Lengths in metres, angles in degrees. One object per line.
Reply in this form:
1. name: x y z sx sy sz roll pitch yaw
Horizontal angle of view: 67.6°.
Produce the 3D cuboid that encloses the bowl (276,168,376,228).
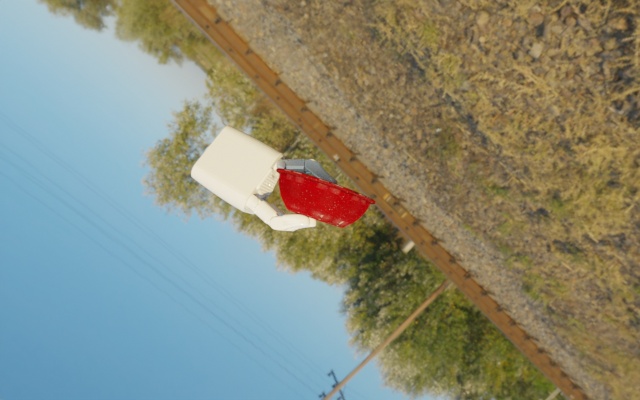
1. bowl: 0.001 0.003 0.731 0.162 0.055 0.162 18 -3 1
